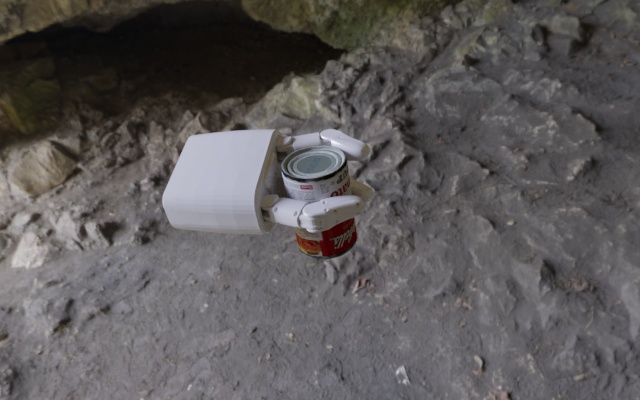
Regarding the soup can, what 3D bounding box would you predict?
[{"bbox_3d":[0.000,0.001,0.501,0.068,0.102,0.068,-7,35,5],"label":"soup can"}]
